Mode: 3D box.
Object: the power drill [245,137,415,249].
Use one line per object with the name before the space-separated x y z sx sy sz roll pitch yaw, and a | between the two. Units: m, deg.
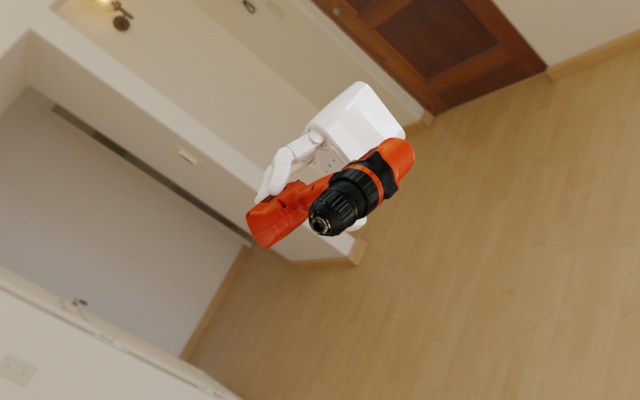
power drill | 0.000 0.002 0.543 0.188 0.057 0.184 -19 12 42
